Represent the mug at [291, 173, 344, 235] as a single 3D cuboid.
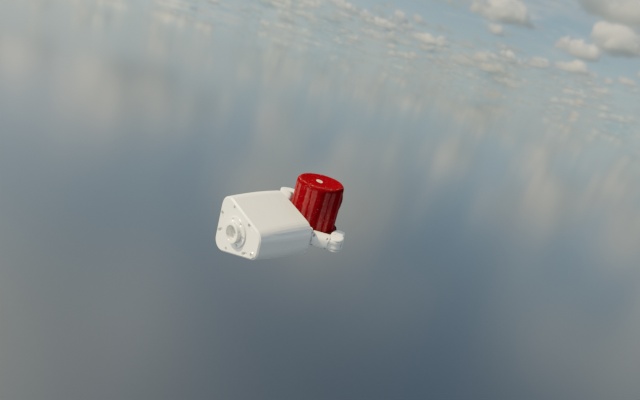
[{"bbox_3d":[0.001,0.002,0.825,0.093,0.081,0.117,29,24,36],"label":"mug"}]
